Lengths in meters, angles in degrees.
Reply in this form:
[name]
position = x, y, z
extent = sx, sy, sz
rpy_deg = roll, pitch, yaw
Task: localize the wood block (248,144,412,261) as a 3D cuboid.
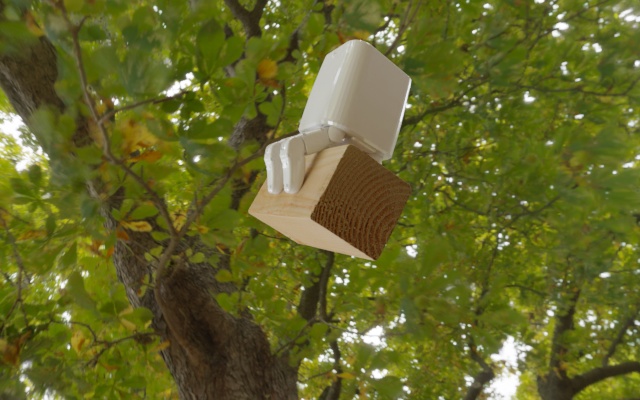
[wood block]
position = 0.000, 0.002, 0.569
extent = 0.091, 0.090, 0.206
rpy_deg = 33, -13, -21
